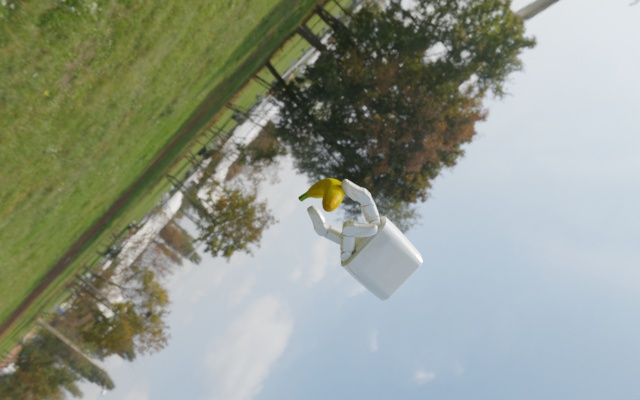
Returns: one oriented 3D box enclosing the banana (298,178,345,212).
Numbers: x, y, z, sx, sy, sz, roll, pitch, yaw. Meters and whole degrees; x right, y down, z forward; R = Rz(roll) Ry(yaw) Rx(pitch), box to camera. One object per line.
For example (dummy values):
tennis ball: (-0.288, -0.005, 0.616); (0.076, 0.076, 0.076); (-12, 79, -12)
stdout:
banana: (0.012, -0.011, 0.868); (0.037, 0.069, 0.198); (44, -7, -13)
